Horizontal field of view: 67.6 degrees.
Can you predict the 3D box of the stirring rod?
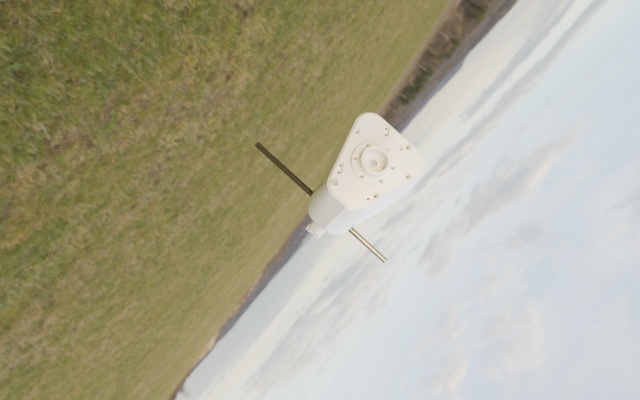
[{"bbox_3d":[0.000,0.002,0.659,0.239,0.011,0.011,42,2,2],"label":"stirring rod"}]
